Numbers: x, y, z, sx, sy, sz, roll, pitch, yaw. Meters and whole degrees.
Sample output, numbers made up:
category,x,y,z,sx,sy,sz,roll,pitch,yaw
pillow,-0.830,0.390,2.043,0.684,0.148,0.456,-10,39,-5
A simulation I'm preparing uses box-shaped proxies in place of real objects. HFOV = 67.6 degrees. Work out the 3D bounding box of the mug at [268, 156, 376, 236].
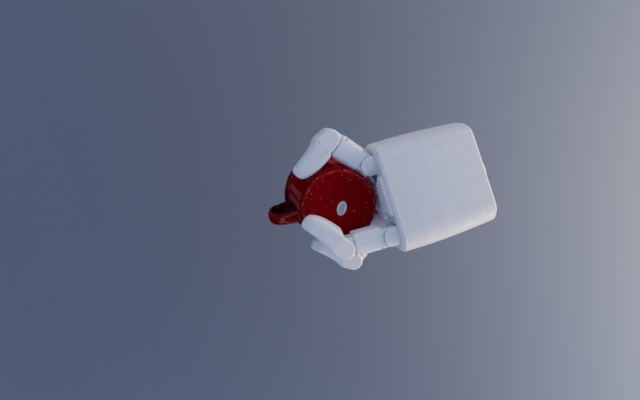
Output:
category,x,y,z,sx,sy,sz,roll,pitch,yaw
mug,-0.001,0.002,0.521,0.117,0.093,0.081,-15,14,-8
